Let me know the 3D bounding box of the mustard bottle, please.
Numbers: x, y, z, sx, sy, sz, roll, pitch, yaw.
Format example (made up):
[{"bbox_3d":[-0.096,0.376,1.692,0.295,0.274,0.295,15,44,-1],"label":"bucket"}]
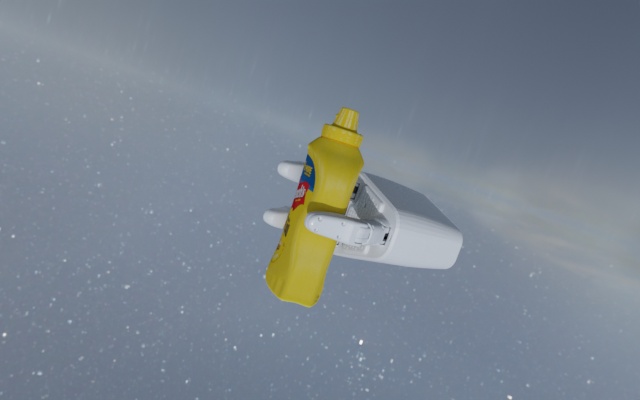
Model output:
[{"bbox_3d":[0.000,0.002,0.478,0.058,0.191,0.096,18,8,-10],"label":"mustard bottle"}]
